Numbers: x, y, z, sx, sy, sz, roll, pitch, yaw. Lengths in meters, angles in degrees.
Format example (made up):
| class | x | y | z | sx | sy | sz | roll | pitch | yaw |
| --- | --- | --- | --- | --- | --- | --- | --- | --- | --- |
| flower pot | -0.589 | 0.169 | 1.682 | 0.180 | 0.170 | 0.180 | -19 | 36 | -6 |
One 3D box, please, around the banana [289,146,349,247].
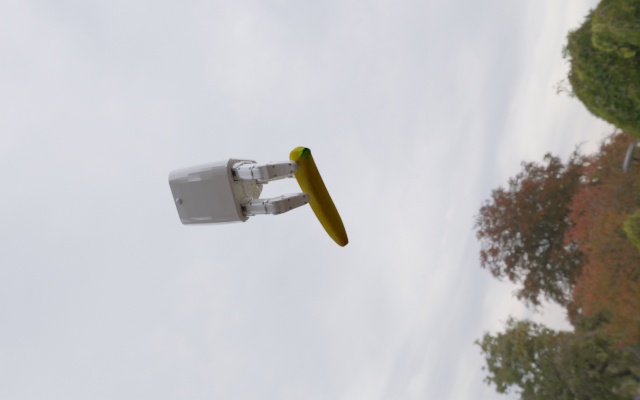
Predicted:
| class | x | y | z | sx | sy | sz | roll | pitch | yaw |
| --- | --- | --- | --- | --- | --- | --- | --- | --- | --- |
| banana | -0.006 | -0.011 | 0.709 | 0.037 | 0.198 | 0.069 | -26 | 40 | 0 |
